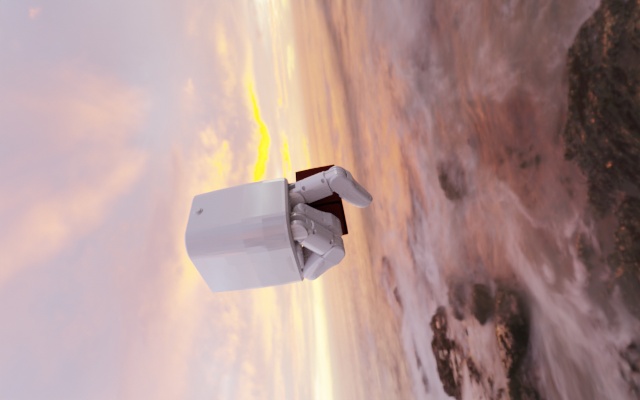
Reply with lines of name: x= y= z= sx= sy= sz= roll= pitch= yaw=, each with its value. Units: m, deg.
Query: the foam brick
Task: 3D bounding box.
foam brick: x=0.000 y=0.002 z=0.566 sx=0.051 sy=0.053 sz=0.078 roll=-11 pitch=36 yaw=3
